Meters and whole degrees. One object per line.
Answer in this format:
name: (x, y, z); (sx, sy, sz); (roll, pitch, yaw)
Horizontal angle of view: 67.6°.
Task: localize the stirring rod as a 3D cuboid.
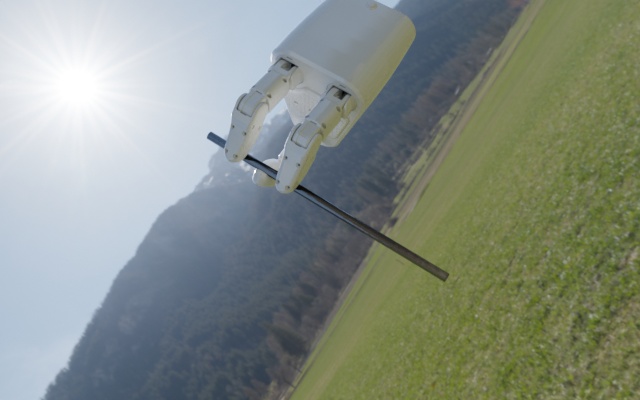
stirring rod: (0.000, 0.001, 0.406); (0.239, 0.011, 0.011); (31, 8, 13)
